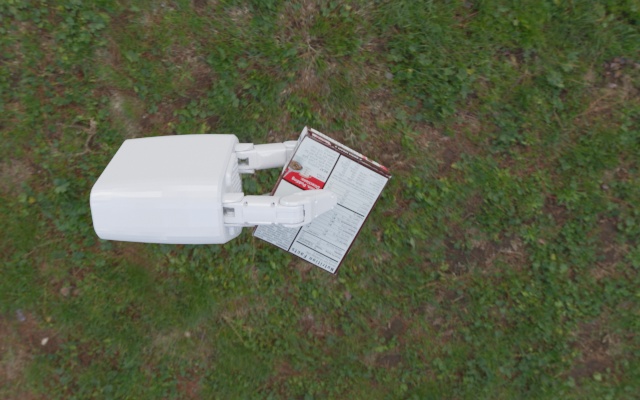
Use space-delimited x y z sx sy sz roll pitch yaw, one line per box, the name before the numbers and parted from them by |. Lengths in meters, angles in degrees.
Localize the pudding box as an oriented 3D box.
pudding box | 0.000 0.001 0.447 0.090 0.113 0.039 27 16 -8
